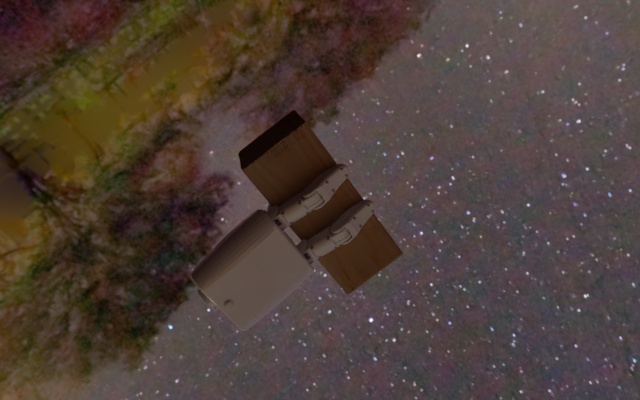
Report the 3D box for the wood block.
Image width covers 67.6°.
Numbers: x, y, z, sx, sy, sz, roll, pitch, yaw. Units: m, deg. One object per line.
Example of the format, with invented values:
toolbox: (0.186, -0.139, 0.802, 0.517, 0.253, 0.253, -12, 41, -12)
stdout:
wood block: (0.000, 0.002, 0.590, 0.090, 0.206, 0.090, -37, 23, 2)
